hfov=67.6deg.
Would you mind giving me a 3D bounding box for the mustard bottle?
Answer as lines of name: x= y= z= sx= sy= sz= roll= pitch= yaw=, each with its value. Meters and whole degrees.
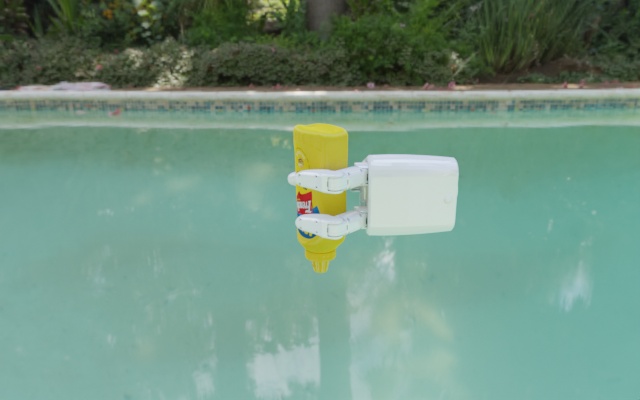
mustard bottle: x=0.000 y=0.002 z=0.611 sx=0.058 sy=0.192 sz=0.096 roll=-9 pitch=19 yaw=-24
